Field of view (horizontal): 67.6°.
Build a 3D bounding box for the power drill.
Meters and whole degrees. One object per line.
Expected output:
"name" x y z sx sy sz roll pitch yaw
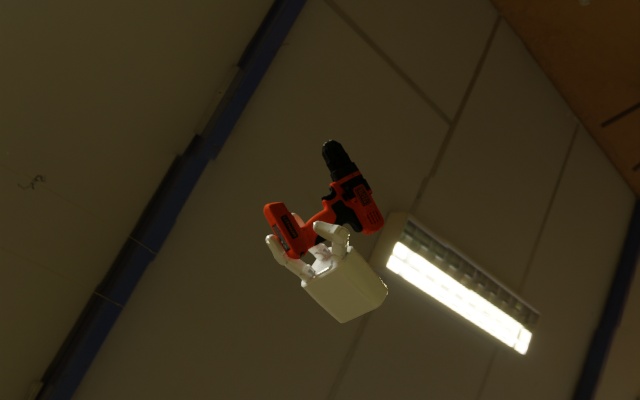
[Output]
"power drill" 0.000 0.003 0.830 0.187 0.184 0.057 -27 -6 -20
